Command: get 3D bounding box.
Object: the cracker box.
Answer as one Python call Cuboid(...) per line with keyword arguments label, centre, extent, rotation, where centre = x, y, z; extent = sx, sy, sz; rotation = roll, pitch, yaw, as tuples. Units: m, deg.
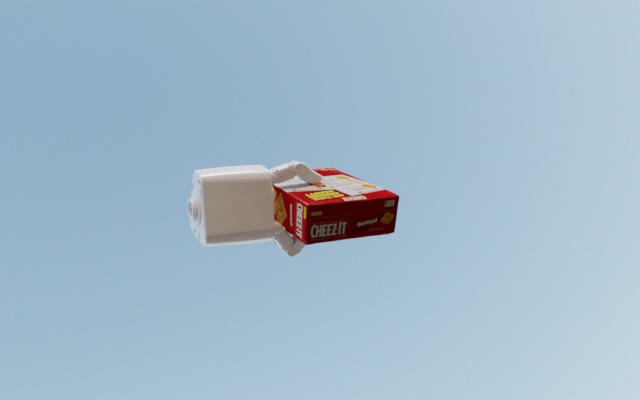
Cuboid(label="cracker box", centre=(0.000, 0.002, 0.798), extent=(0.164, 0.072, 0.213), rotation=(-6, 18, -28))
